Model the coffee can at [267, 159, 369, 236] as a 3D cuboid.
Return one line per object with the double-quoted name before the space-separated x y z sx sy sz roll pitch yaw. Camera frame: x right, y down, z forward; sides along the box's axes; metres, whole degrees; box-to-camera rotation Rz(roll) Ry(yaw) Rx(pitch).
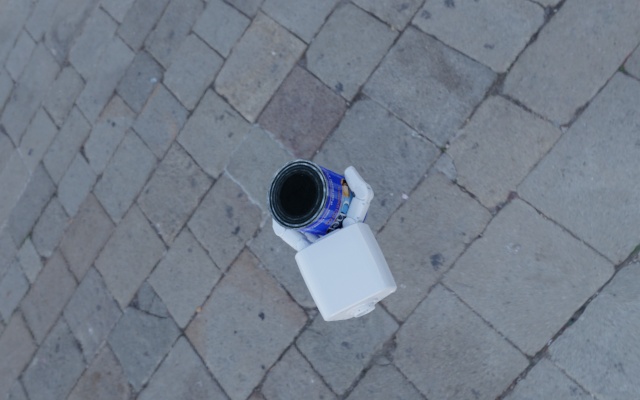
"coffee can" 0.000 0.002 0.731 0.103 0.103 0.140 0 -9 30
